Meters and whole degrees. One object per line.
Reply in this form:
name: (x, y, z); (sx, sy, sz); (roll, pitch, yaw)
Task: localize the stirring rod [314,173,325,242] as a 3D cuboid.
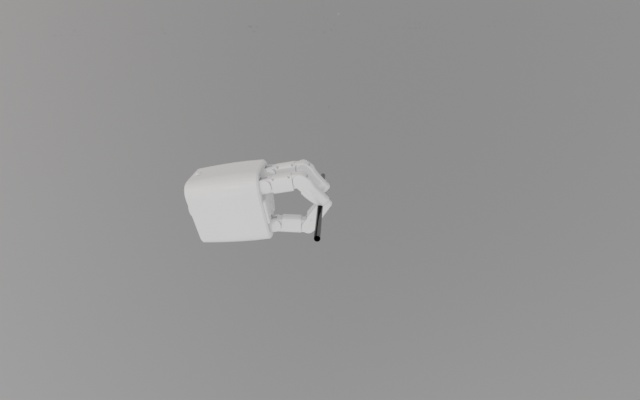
stirring rod: (0.000, 0.002, 0.685); (0.011, 0.011, 0.239); (0, 21, 2)
